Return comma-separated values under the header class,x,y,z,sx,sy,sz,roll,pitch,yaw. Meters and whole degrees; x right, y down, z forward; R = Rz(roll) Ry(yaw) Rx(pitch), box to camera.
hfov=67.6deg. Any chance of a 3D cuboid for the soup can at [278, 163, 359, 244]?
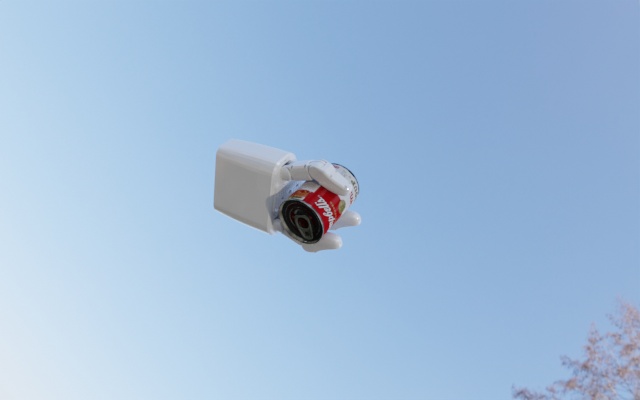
class,x,y,z,sx,sy,sz,roll,pitch,yaw
soup can,0.001,0.002,0.639,0.068,0.068,0.102,0,31,37
